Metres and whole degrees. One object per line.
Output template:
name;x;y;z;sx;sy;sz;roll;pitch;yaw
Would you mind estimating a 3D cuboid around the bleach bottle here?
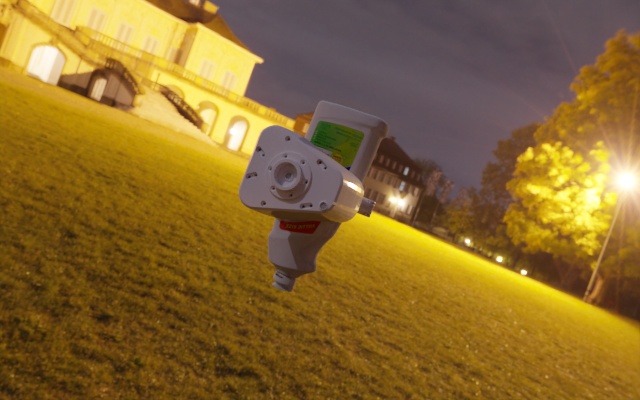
bleach bottle;0.000;0.002;0.634;0.102;0.251;0.068;21;1;17
